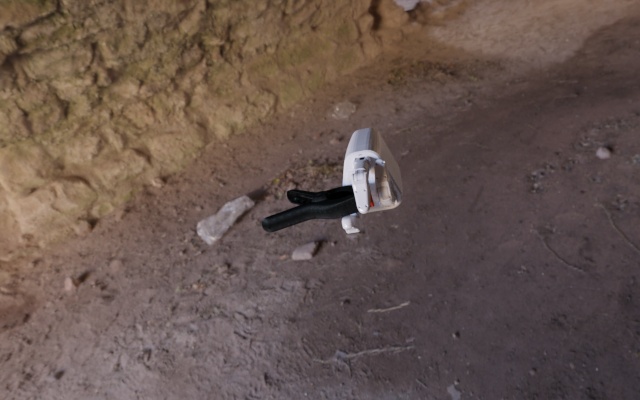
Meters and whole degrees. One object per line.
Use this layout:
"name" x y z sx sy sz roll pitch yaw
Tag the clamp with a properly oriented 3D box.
"clamp" 0.000 0.002 0.751 0.171 0.039 0.120 -9 29 14
